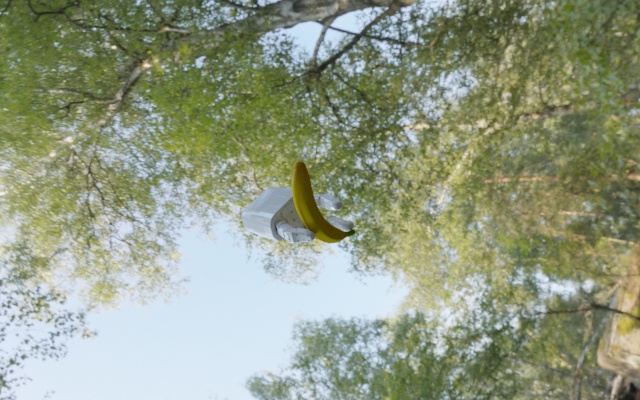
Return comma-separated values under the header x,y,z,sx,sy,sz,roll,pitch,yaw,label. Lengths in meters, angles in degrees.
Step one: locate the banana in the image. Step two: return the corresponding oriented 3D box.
x,y,z,sx,sy,sz,roll,pitch,yaw,label
-0.008,0.019,0.873,0.037,0.069,0.198,9,-36,47,banana
